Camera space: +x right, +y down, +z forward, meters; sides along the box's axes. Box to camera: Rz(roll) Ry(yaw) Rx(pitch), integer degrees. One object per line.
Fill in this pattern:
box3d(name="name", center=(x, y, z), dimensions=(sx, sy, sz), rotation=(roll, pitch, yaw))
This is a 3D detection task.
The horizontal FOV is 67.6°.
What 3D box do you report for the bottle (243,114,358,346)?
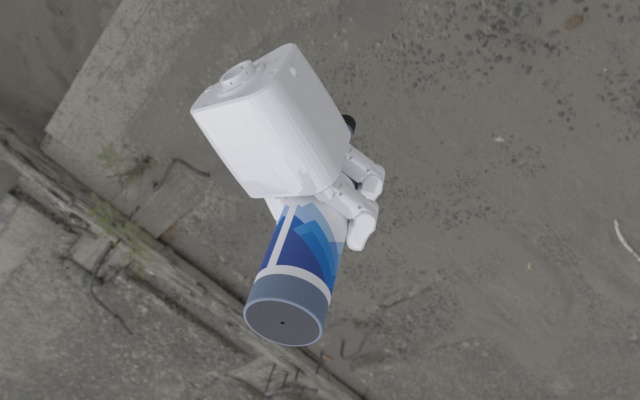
box3d(name="bottle", center=(0.000, 0.002, 0.489), dimensions=(0.069, 0.069, 0.295), rotation=(0, 42, 16))
